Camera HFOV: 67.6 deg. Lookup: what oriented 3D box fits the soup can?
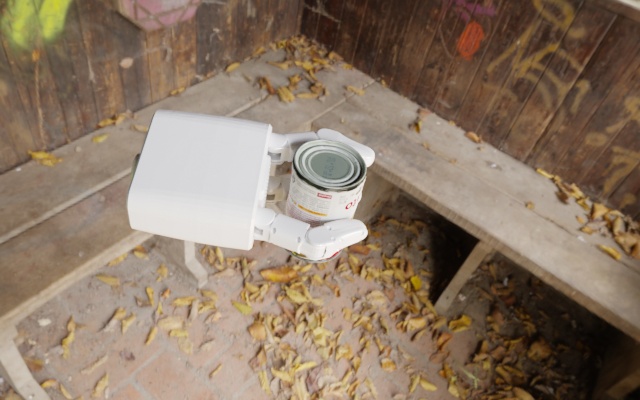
[{"bbox_3d":[0.001,0.001,0.449,0.068,0.068,0.102,0,-43,-13],"label":"soup can"}]
